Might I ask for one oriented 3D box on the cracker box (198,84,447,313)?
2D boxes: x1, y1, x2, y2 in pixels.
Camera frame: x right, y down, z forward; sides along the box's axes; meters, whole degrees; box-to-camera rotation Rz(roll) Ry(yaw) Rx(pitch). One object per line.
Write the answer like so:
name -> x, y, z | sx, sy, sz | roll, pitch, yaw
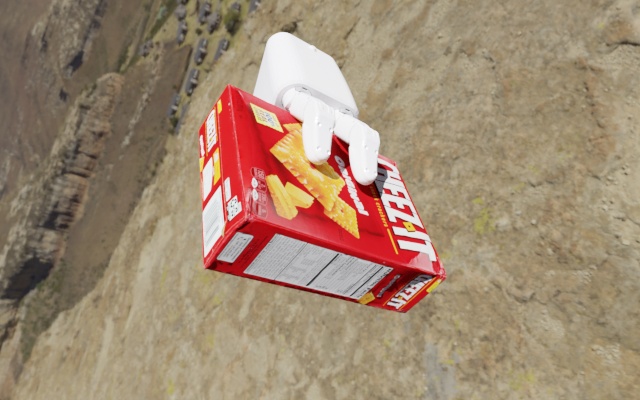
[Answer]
cracker box -> 0.000, 0.002, 0.442 | 0.214, 0.164, 0.072 | 19, -52, -32
